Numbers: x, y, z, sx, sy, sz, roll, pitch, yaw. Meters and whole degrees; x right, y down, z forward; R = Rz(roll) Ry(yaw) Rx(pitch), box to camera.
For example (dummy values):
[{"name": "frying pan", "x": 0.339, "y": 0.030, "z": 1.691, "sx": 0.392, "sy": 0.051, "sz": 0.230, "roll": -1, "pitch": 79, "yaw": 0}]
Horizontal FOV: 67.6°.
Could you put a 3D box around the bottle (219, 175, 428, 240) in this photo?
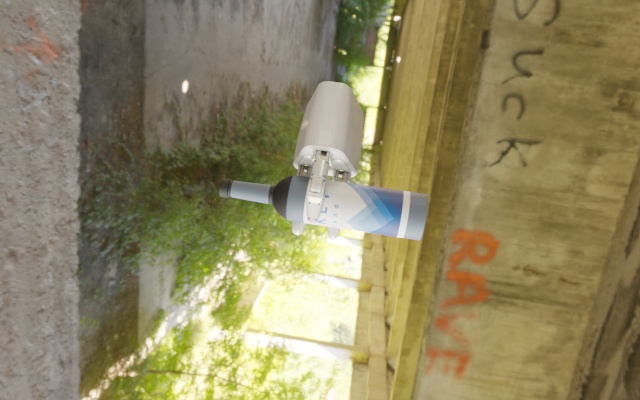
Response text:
[{"name": "bottle", "x": 0.000, "y": 0.002, "z": 0.687, "sx": 0.296, "sy": 0.069, "sz": 0.069, "roll": 8, "pitch": 1, "yaw": 5}]
